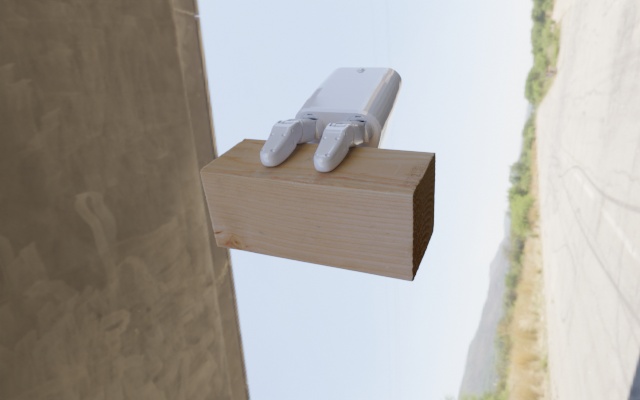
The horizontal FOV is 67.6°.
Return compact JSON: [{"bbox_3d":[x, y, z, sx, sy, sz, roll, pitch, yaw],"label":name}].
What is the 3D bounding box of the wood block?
[{"bbox_3d":[0.000,0.002,0.468,0.206,0.091,0.090,7,31,23],"label":"wood block"}]
